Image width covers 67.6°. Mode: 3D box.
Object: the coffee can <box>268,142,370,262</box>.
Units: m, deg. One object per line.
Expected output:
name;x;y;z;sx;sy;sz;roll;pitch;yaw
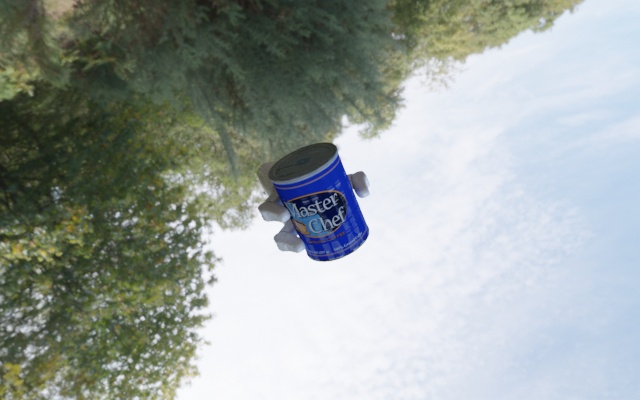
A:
coffee can;0.000;0.002;0.687;0.103;0.140;0.102;-19;26;10
